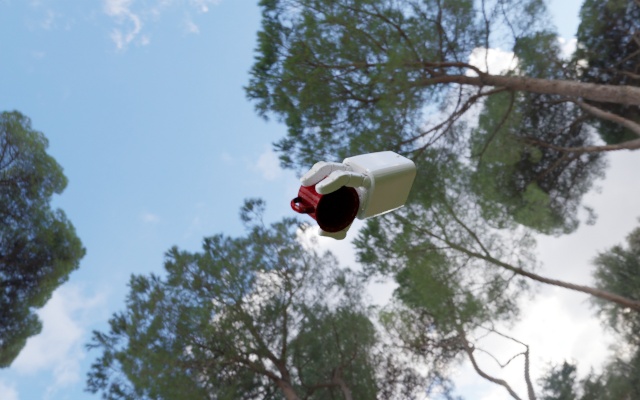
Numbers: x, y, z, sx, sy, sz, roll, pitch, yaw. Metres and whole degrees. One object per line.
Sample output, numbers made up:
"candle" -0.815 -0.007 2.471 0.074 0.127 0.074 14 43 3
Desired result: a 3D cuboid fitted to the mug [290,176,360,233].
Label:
"mug" -0.001 0.003 0.863 0.117 0.093 0.081 -13 27 -29
